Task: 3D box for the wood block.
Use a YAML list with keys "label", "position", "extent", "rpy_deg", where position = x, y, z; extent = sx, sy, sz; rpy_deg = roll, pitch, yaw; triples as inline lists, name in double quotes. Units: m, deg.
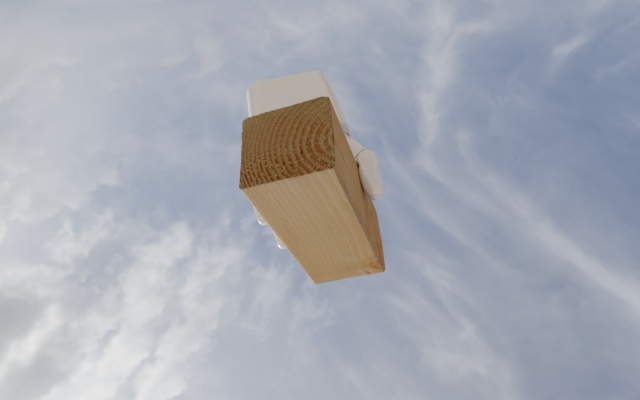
- label: "wood block"
  position: [0.000, 0.001, 0.510]
  extent: [0.091, 0.090, 0.206]
  rpy_deg: [-13, -36, 13]
